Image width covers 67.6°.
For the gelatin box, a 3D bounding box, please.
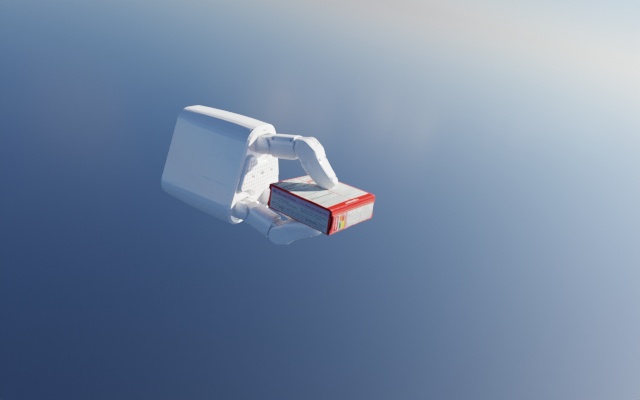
[{"bbox_3d":[0.000,0.001,0.503,0.089,0.030,0.073,22,25,36],"label":"gelatin box"}]
